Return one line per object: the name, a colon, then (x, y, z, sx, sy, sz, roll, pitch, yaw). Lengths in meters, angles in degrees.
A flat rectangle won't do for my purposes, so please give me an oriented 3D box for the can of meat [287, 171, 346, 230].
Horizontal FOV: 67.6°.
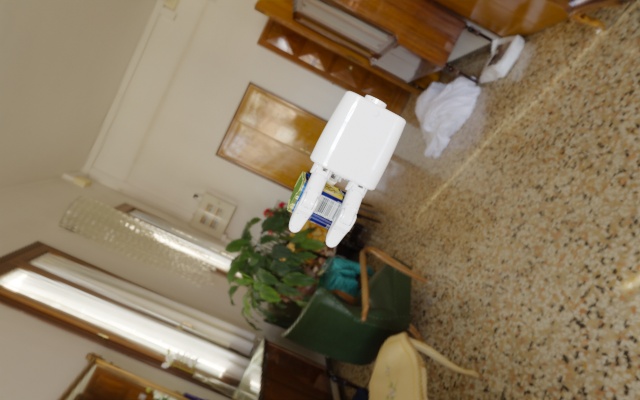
can of meat: (0.000, 0.002, 0.703, 0.084, 0.057, 0.102, 26, 10, -7)
